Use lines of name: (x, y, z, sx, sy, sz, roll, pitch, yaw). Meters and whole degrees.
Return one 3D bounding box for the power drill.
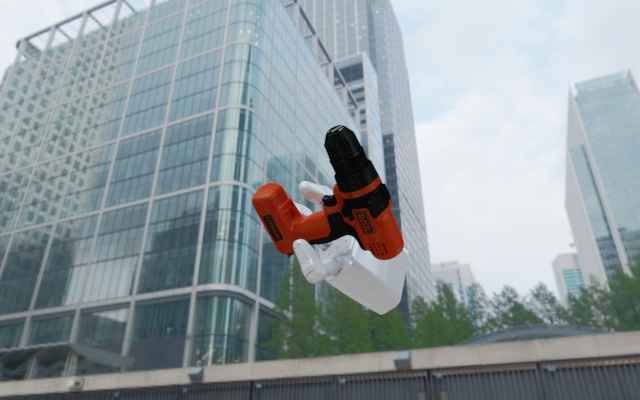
power drill: (0.000, 0.002, 0.624, 0.187, 0.184, 0.057, -9, 25, 39)
